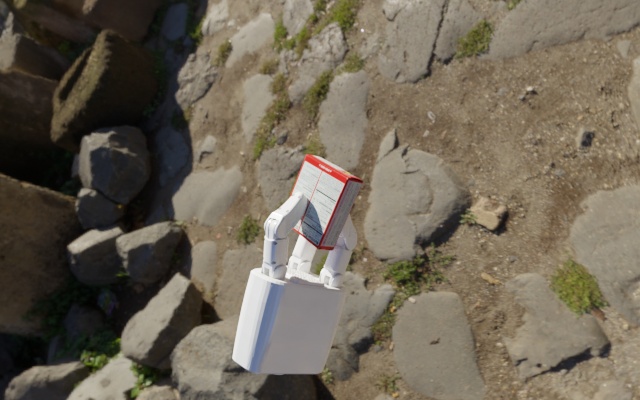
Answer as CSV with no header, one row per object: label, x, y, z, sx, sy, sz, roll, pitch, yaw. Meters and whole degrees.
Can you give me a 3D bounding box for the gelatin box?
gelatin box,0.000,0.001,0.546,0.030,0.089,0.073,8,19,-46
